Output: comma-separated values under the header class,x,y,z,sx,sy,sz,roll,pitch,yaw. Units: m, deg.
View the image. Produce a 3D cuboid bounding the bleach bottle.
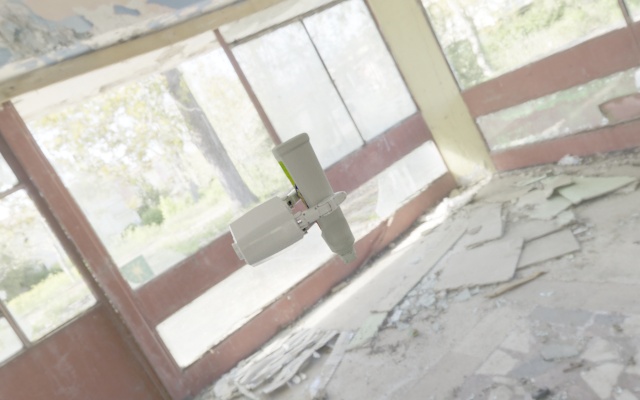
class,x,y,z,sx,sy,sz,roll,pitch,yaw
bleach bottle,0.000,0.003,0.864,0.068,0.251,0.102,-30,9,-7
